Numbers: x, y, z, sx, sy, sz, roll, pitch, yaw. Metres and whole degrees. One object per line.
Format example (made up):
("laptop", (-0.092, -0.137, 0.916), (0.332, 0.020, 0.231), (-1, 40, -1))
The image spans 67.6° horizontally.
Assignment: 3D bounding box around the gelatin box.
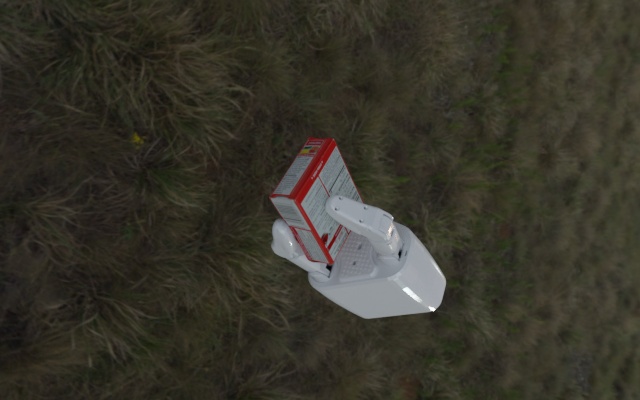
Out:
("gelatin box", (0.000, 0.001, 0.419), (0.030, 0.073, 0.089), (7, -39, 34))
